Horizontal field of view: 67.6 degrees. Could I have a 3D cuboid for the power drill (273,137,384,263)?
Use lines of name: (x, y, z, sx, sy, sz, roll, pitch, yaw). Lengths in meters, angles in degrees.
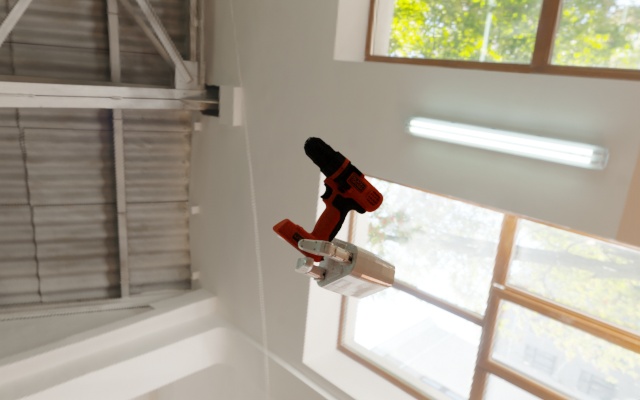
power drill: (0.000, 0.003, 0.866, 0.184, 0.187, 0.057, 41, -8, -11)
